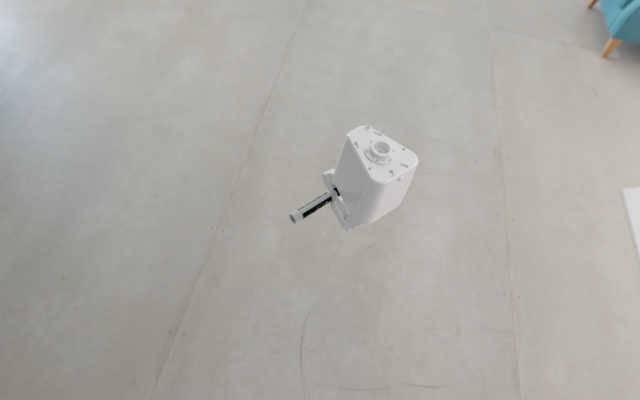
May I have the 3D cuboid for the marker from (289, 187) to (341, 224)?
[{"bbox_3d":[0.000,0.003,0.799,0.121,0.020,0.020,-31,16,-28],"label":"marker"}]
